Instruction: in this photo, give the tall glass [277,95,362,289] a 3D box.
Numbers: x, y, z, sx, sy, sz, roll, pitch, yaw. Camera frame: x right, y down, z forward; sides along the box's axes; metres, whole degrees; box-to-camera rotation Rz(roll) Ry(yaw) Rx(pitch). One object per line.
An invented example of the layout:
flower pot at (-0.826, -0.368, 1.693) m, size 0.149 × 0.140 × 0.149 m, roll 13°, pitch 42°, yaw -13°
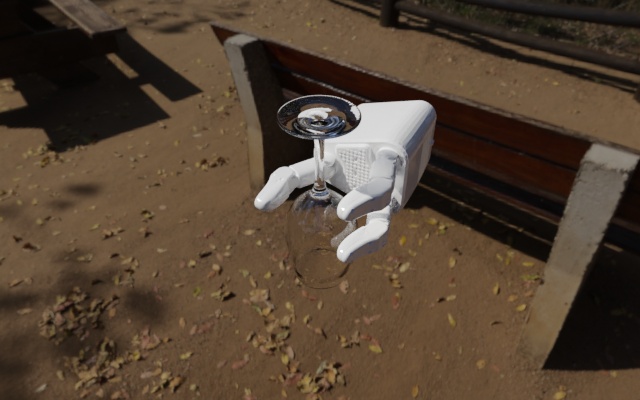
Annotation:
tall glass at (0.000, 0.001, 0.479) m, size 0.079 × 0.201 × 0.079 m, roll 0°, pitch 40°, yaw 0°
